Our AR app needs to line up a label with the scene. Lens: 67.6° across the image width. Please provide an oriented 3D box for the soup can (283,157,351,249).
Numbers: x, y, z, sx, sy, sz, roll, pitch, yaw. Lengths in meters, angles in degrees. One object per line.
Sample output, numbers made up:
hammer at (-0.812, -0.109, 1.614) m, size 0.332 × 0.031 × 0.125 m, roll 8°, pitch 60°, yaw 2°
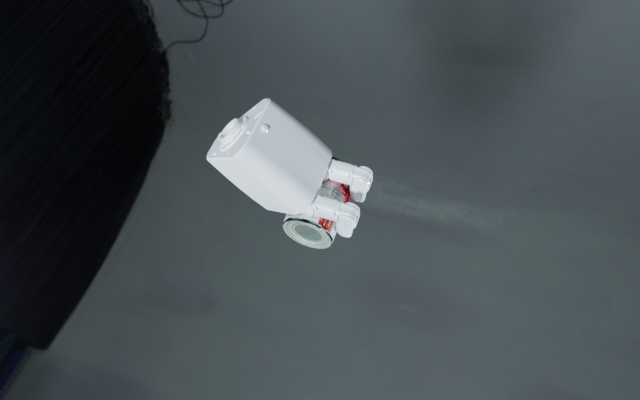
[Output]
soup can at (0.000, 0.003, 0.616) m, size 0.068 × 0.102 × 0.068 m, roll 17°, pitch -30°, yaw 10°
